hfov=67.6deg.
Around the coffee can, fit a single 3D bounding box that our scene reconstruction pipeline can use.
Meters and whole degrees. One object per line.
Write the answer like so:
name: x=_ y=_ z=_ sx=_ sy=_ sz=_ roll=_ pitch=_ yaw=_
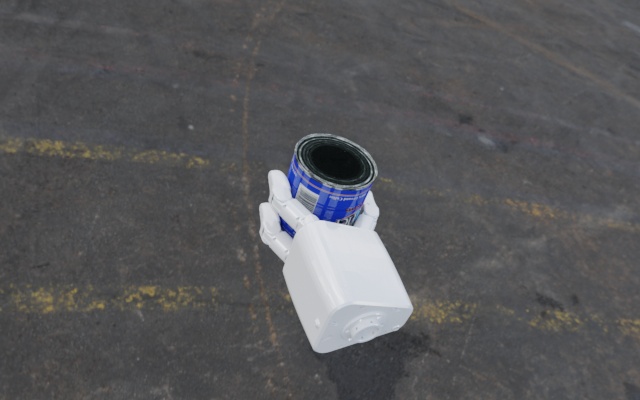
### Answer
coffee can: x=0.000 y=0.002 z=0.605 sx=0.103 sy=0.140 sz=0.102 roll=12 pitch=40 yaw=-10
